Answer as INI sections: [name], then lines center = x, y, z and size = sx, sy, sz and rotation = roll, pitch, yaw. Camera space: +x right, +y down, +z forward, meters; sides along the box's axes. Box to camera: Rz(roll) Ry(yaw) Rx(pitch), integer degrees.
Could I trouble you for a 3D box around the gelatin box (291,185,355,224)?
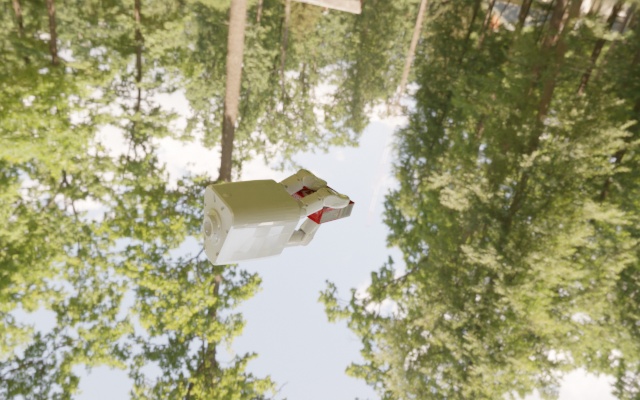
[gelatin box]
center = 0.000, 0.003, 0.763
size = 0.073, 0.030, 0.089
rotation = 33, 26, 31
